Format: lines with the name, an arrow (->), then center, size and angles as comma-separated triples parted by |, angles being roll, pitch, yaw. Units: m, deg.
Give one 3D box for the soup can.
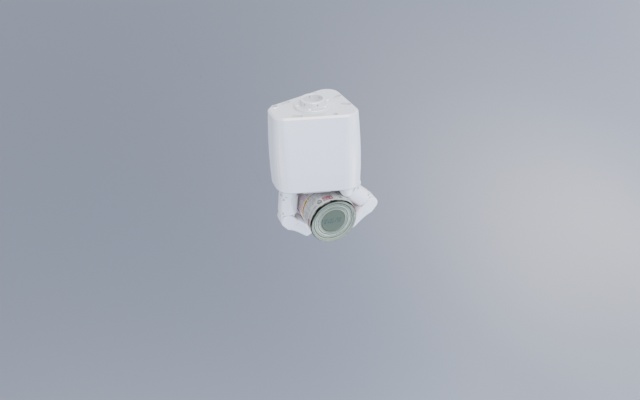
soup can -> 0.000, 0.003, 0.672 | 0.068, 0.068, 0.102 | 0, 31, -26
